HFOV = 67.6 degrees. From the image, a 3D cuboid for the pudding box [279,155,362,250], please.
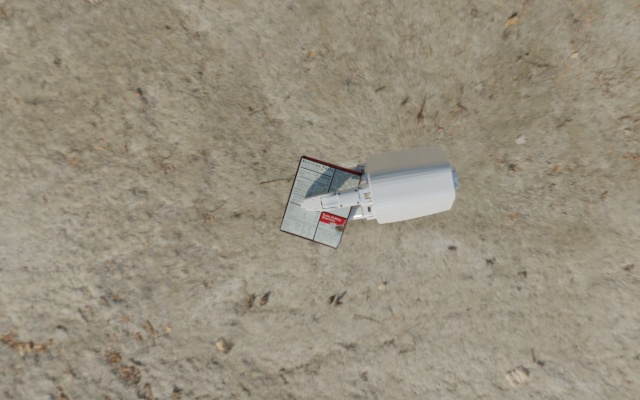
[{"bbox_3d":[0.000,0.002,0.670,0.090,0.113,0.039,18,6,3],"label":"pudding box"}]
